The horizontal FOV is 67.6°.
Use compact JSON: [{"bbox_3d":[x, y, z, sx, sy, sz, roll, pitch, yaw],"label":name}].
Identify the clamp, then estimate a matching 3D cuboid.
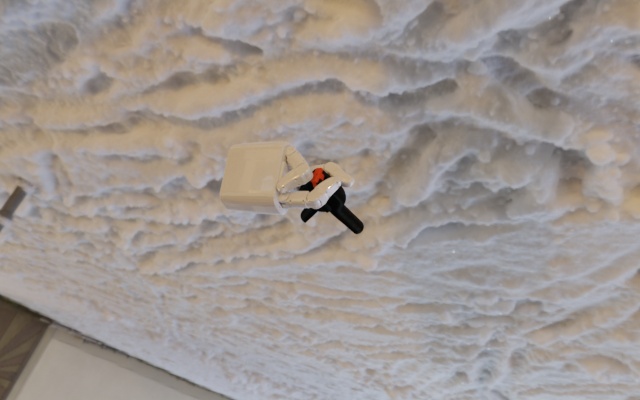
[{"bbox_3d":[0.000,0.003,0.821,0.120,0.039,0.172,1,-35,23],"label":"clamp"}]
